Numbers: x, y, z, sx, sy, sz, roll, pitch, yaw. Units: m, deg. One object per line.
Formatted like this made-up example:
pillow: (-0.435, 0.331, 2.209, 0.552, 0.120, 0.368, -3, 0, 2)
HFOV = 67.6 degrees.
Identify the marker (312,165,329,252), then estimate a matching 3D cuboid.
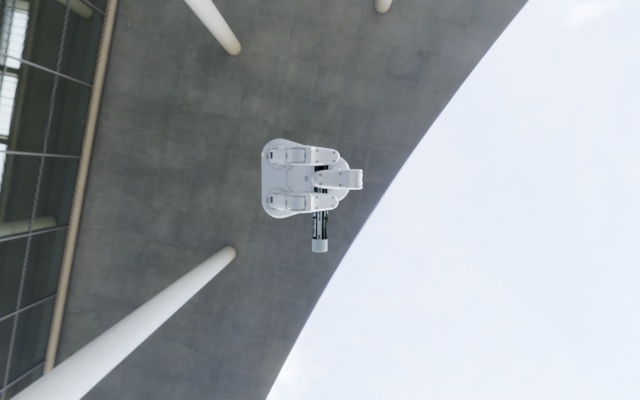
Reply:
marker: (0.000, 0.002, 0.583, 0.020, 0.121, 0.020, 1, 3, 0)
